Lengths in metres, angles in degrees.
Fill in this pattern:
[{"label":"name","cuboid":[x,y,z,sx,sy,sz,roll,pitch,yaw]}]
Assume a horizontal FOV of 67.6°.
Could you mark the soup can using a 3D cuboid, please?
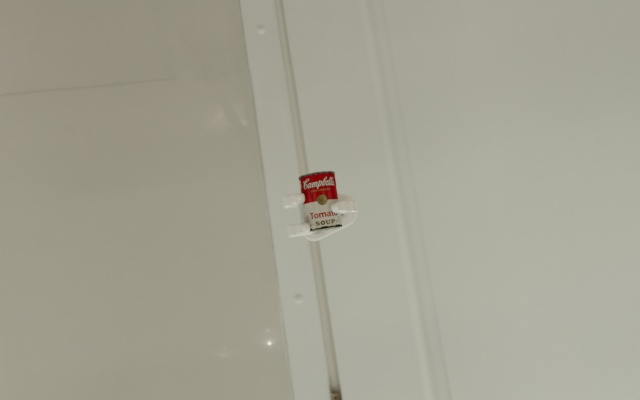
[{"label":"soup can","cuboid":[0.000,0.003,0.872,0.068,0.102,0.068,-8,-6,-1]}]
